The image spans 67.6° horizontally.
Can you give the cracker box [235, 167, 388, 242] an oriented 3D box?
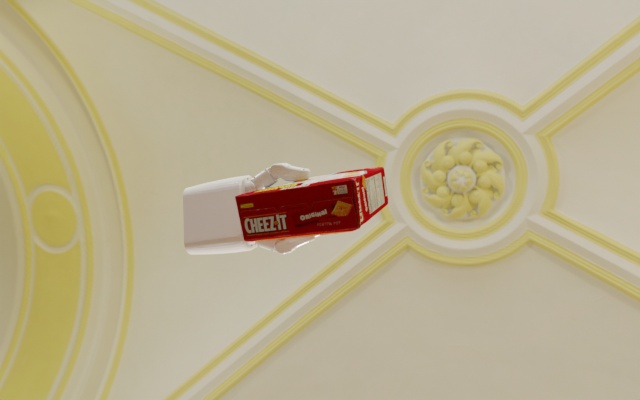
[{"bbox_3d":[0.000,0.002,0.699,0.164,0.072,0.213,-8,5,18],"label":"cracker box"}]
